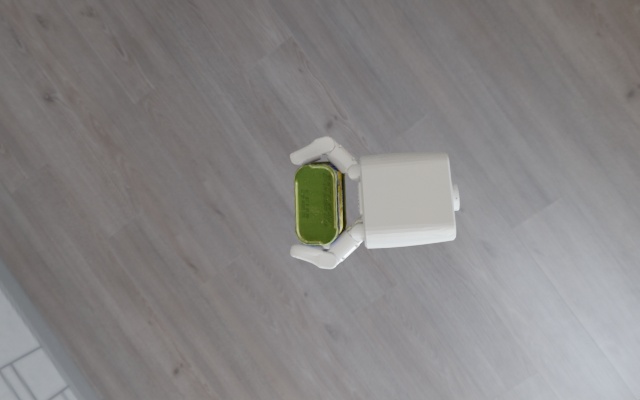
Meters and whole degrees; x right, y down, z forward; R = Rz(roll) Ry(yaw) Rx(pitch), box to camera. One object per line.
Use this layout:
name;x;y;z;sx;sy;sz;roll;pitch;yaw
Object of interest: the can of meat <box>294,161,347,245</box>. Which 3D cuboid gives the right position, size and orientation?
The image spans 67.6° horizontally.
can of meat;0.000;0.002;0.598;0.057;0.102;0.084;-1;5;8
